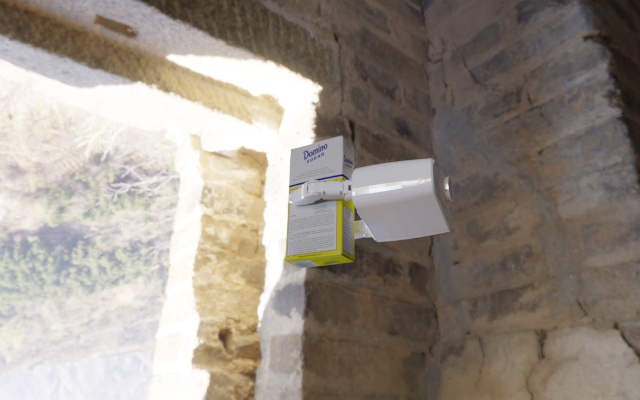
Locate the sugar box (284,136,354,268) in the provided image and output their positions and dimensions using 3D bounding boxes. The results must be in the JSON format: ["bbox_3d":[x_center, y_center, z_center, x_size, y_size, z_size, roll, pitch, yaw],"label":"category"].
[{"bbox_3d":[0.001,0.002,0.678,0.093,0.176,0.048,-10,-27,28],"label":"sugar box"}]
